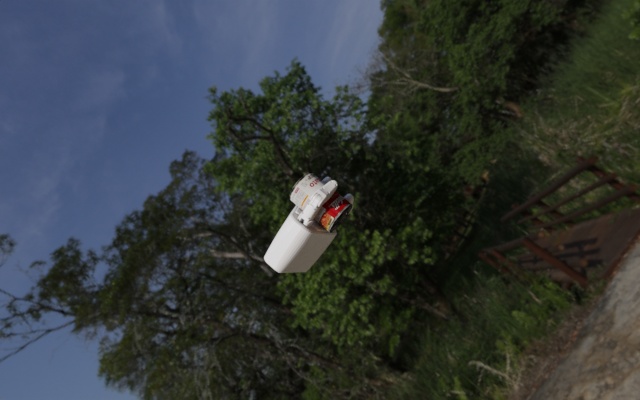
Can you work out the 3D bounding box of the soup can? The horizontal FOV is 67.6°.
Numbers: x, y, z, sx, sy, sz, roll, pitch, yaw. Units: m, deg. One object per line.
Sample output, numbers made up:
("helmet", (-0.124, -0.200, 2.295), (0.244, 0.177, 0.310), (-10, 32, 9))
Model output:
("soup can", (0.000, 0.002, 0.898), (0.102, 0.068, 0.068), (39, 11, 14))
